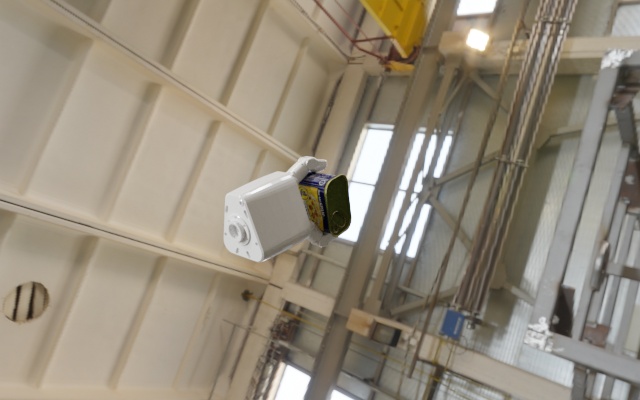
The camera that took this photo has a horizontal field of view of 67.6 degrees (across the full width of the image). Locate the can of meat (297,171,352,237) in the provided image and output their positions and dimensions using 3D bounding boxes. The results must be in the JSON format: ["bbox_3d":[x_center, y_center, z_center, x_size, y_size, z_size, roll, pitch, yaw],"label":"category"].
[{"bbox_3d":[0.000,0.002,0.806,0.084,0.102,0.057,12,30,39],"label":"can of meat"}]
